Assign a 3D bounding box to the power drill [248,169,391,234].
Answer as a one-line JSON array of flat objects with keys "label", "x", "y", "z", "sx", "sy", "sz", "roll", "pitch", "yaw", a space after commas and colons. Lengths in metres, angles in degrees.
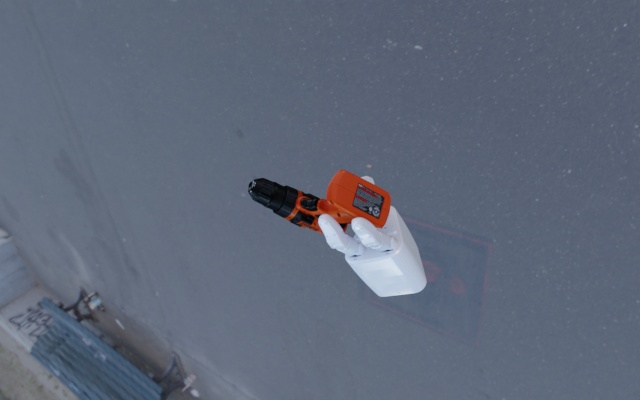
[{"label": "power drill", "x": 0.001, "y": 0.002, "z": 0.727, "sx": 0.184, "sy": 0.057, "sz": 0.187, "roll": 24, "pitch": -18, "yaw": -27}]
